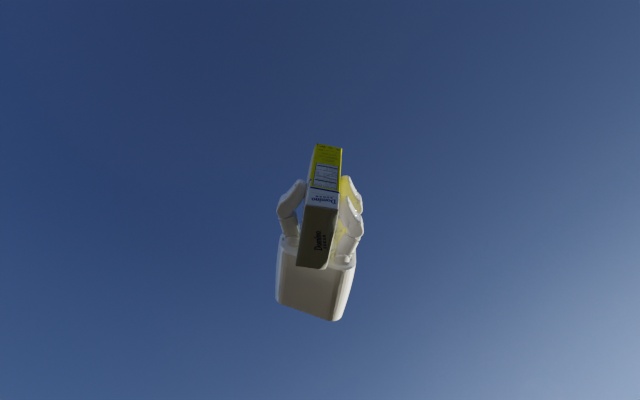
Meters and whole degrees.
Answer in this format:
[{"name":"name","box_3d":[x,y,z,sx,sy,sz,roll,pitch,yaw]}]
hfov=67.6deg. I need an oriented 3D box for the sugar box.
[{"name":"sugar box","box_3d":[0.001,0.002,0.637,0.048,0.093,0.176,8,31,-4]}]
